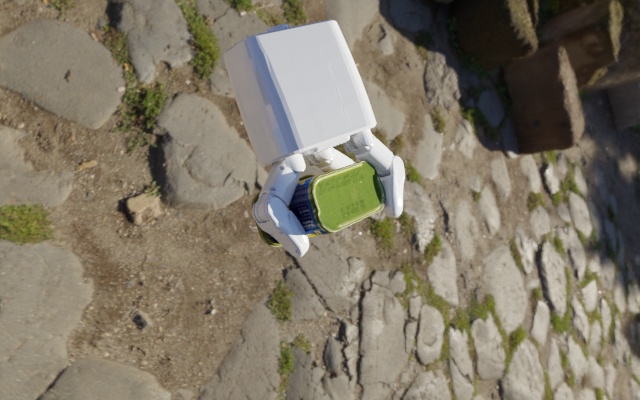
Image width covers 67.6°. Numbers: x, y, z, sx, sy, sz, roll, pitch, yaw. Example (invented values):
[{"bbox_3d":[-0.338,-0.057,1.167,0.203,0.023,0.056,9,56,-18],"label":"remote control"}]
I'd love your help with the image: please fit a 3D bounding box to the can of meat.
[{"bbox_3d":[0.000,0.002,0.458,0.084,0.057,0.102,-15,5,45],"label":"can of meat"}]
